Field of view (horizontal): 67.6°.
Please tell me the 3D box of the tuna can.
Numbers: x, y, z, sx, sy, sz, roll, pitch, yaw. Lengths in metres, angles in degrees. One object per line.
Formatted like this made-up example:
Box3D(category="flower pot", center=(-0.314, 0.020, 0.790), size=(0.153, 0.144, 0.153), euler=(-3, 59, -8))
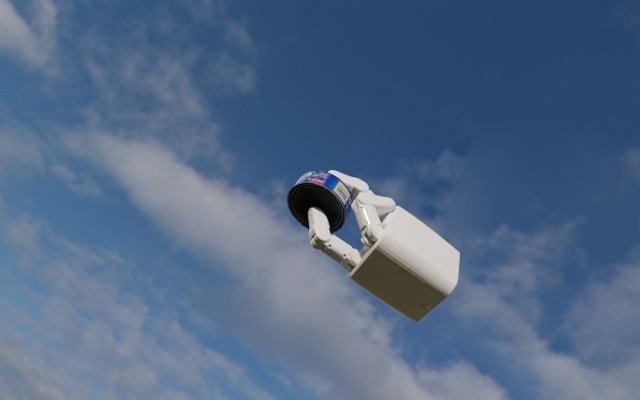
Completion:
Box3D(category="tuna can", center=(0.000, 0.002, 0.651), size=(0.086, 0.086, 0.033), euler=(0, 35, 30))
